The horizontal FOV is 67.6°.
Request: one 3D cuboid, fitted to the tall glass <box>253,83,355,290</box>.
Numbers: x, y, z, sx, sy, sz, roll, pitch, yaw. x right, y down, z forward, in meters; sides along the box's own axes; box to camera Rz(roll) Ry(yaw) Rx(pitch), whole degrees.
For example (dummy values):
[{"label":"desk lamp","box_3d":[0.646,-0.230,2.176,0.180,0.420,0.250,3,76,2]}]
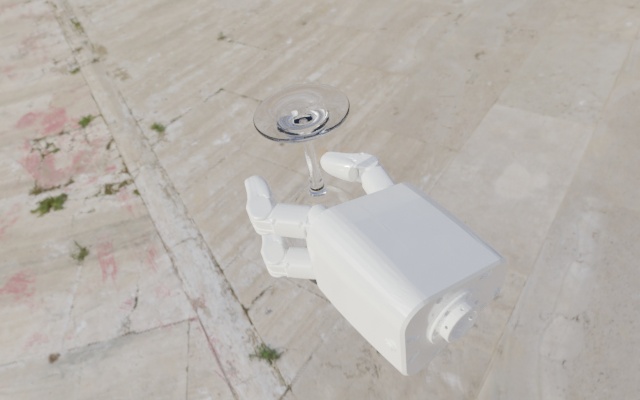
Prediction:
[{"label":"tall glass","box_3d":[0.000,0.001,0.430,0.079,0.079,0.201,0,-44,12]}]
